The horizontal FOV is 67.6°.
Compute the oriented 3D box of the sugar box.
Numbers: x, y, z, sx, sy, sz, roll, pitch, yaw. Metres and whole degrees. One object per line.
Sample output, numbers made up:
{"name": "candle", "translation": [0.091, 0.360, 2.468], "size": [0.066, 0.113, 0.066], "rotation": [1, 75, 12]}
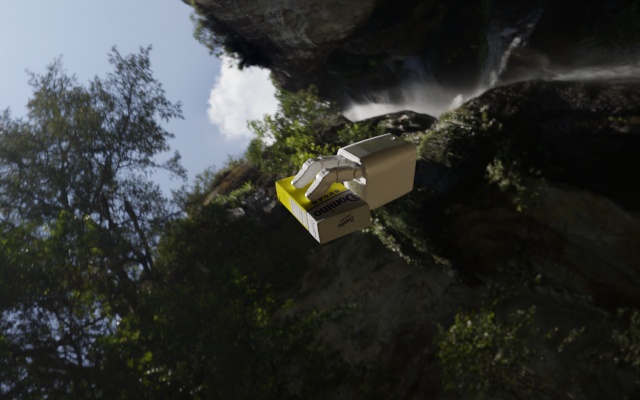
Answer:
{"name": "sugar box", "translation": [0.000, 0.002, 0.797], "size": [0.093, 0.048, 0.176], "rotation": [-20, 28, -20]}
